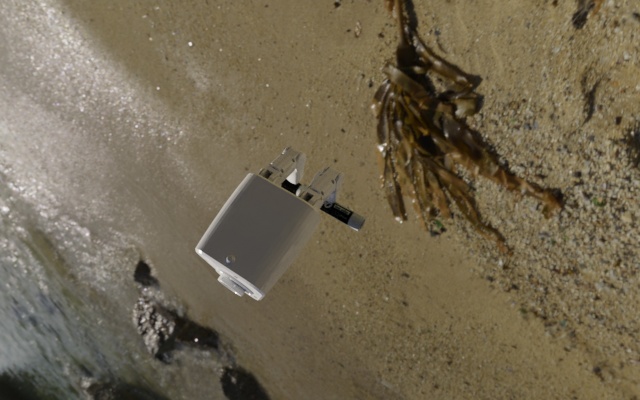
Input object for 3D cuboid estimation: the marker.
[{"bbox_3d":[0.000,0.002,0.597,0.121,0.020,0.020,29,9,17],"label":"marker"}]
